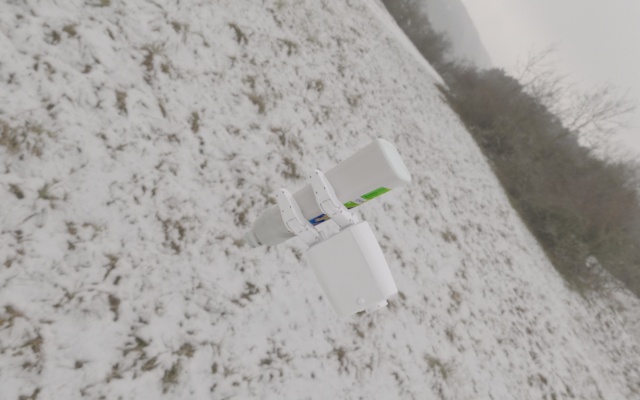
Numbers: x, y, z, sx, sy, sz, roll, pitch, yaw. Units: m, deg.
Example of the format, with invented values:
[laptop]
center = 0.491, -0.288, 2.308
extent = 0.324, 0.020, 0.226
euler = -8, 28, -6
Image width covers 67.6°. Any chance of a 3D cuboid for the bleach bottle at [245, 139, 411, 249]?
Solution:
[bleach bottle]
center = 0.000, 0.002, 0.690
extent = 0.251, 0.068, 0.102
euler = -30, -12, 20
